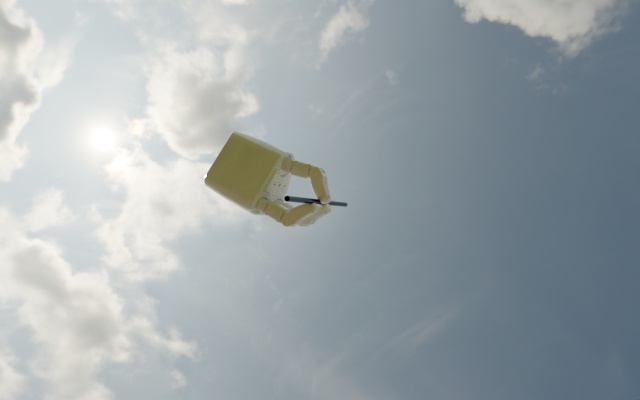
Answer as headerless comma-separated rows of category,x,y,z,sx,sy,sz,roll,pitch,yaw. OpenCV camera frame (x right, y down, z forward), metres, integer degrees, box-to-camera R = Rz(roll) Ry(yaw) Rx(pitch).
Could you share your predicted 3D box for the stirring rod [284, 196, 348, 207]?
stirring rod,0.000,0.002,0.743,0.011,0.011,0.239,0,-2,22
